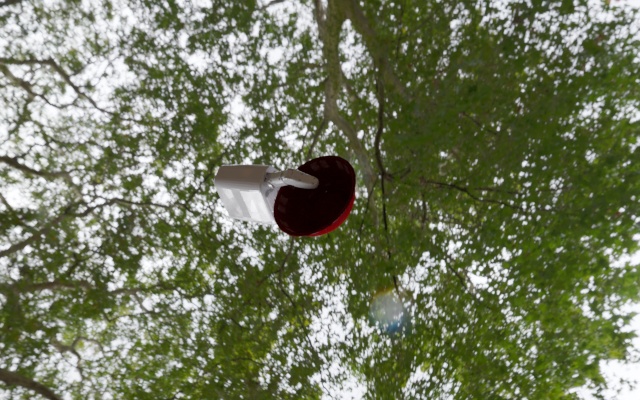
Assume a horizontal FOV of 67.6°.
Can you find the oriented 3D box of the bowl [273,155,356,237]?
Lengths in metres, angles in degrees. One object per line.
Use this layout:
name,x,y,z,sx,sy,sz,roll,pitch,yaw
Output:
bowl,0.001,0.003,0.818,0.162,0.162,0.055,0,-32,37
